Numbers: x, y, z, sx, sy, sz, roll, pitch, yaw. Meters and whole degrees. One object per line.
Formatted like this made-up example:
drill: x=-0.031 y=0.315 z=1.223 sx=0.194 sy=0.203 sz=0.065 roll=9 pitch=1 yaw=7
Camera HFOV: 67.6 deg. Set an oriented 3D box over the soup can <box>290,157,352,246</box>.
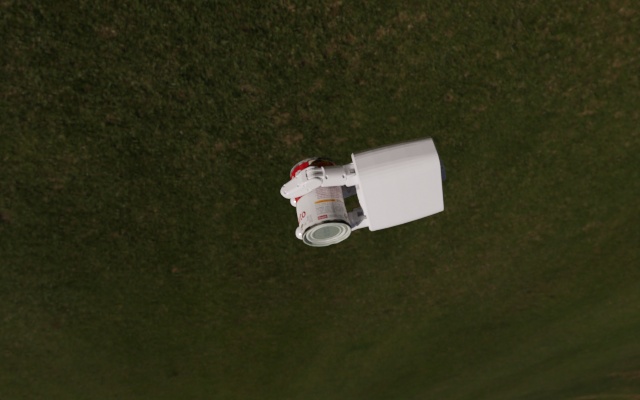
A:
soup can: x=0.000 y=0.002 z=0.643 sx=0.068 sy=0.102 sz=0.068 roll=-9 pitch=-30 yaw=-5
